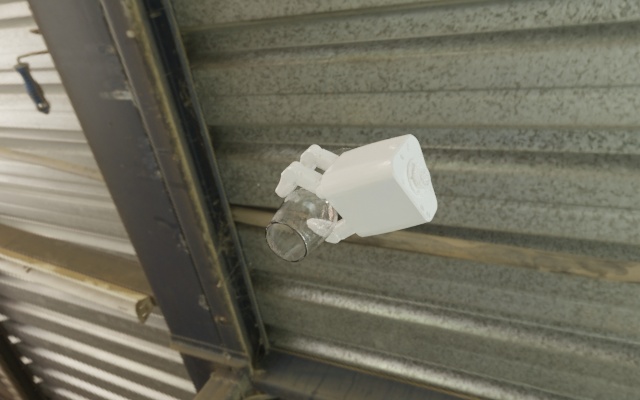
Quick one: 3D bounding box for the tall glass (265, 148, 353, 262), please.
[{"bbox_3d":[0.000,0.002,0.675,0.079,0.079,0.201,0,31,32],"label":"tall glass"}]
